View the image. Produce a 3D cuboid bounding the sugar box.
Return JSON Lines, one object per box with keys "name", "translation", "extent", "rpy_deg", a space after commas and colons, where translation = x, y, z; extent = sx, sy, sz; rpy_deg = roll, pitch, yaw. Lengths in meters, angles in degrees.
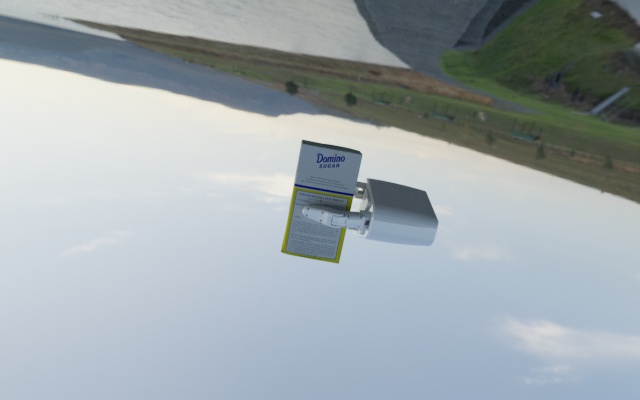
{"name": "sugar box", "translation": [0.000, 0.002, 0.728], "extent": [0.093, 0.176, 0.048], "rpy_deg": [11, 14, -6]}
